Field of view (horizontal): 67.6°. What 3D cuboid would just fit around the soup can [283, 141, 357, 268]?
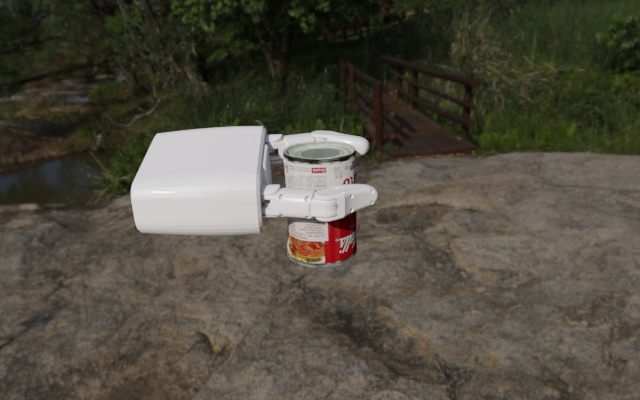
[{"bbox_3d":[0.001,0.001,0.445,0.068,0.102,0.068,-1,21,0],"label":"soup can"}]
